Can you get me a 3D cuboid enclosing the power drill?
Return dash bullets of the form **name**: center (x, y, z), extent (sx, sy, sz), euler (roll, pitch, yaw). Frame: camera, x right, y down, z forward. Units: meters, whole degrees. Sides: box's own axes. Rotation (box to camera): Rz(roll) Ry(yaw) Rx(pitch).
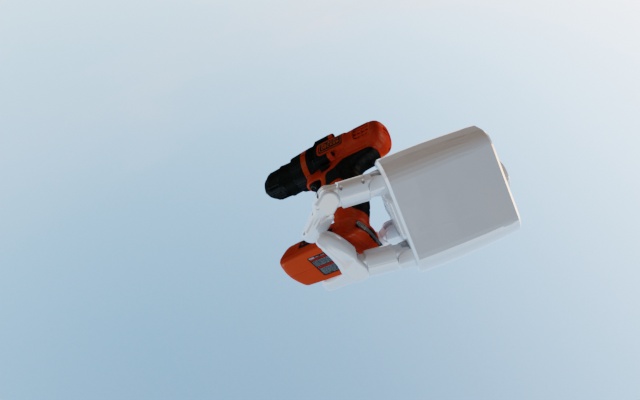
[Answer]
- **power drill**: center (0.000, 0.002, 0.560), extent (0.184, 0.187, 0.057), euler (-25, -49, 27)
